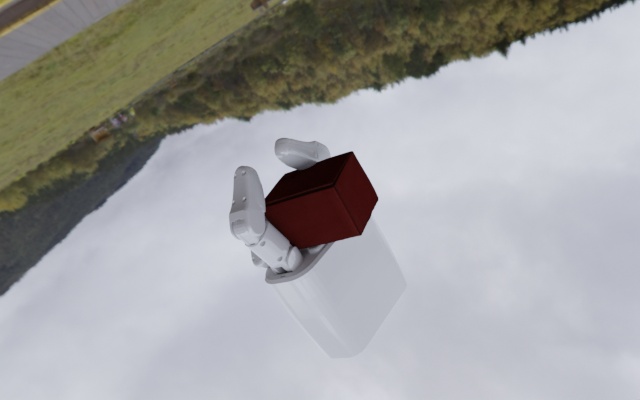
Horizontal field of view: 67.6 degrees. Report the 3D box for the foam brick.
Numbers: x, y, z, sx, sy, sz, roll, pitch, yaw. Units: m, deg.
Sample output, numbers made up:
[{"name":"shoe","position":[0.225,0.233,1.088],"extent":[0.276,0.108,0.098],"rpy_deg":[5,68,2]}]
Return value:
[{"name":"foam brick","position":[0.000,0.001,0.401],"extent":[0.078,0.051,0.053],"rpy_deg":[-16,27,35]}]
